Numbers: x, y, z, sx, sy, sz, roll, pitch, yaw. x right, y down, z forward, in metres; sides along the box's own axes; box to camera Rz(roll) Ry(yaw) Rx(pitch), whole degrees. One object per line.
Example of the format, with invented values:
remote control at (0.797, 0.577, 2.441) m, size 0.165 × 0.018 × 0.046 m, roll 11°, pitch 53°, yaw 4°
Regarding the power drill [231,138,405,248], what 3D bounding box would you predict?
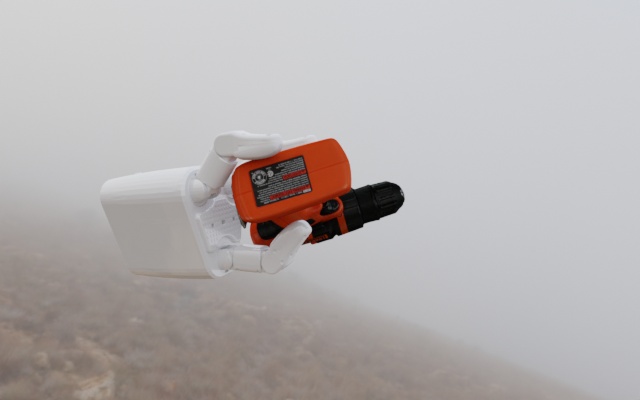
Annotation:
power drill at (0.000, 0.002, 0.491) m, size 0.184 × 0.057 × 0.188 m, roll -18°, pitch -18°, yaw 2°
